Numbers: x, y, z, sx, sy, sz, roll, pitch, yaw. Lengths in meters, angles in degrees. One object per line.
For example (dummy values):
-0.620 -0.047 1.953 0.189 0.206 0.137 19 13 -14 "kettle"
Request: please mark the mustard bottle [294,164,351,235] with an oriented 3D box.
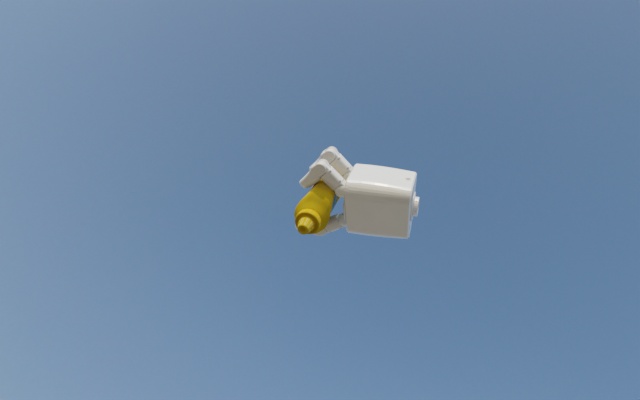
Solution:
0.000 0.002 0.812 0.058 0.096 0.191 29 32 2 "mustard bottle"
